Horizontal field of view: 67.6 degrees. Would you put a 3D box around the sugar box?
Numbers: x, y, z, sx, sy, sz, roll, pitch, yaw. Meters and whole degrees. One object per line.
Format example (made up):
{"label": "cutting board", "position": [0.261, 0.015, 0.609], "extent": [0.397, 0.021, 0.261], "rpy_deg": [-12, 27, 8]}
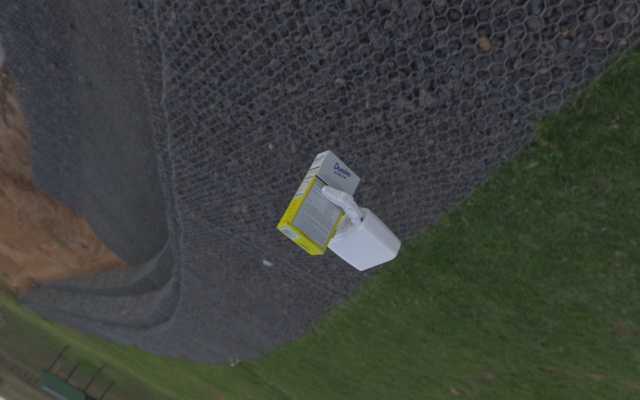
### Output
{"label": "sugar box", "position": [0.000, 0.003, 0.891], "extent": [0.093, 0.176, 0.048], "rpy_deg": [41, -31, -24]}
